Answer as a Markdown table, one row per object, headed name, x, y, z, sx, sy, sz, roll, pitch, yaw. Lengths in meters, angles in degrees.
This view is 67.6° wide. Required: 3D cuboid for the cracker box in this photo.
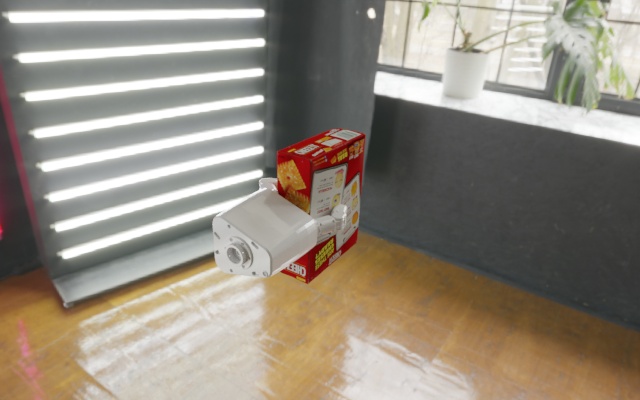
| name | x | y | z | sx | sy | sz | roll | pitch | yaw |
| --- | --- | --- | --- | --- | --- | --- | --- | --- | --- |
| cracker box | 0.000 | 0.002 | 0.790 | 0.072 | 0.214 | 0.164 | 18 | 30 | 29 |
